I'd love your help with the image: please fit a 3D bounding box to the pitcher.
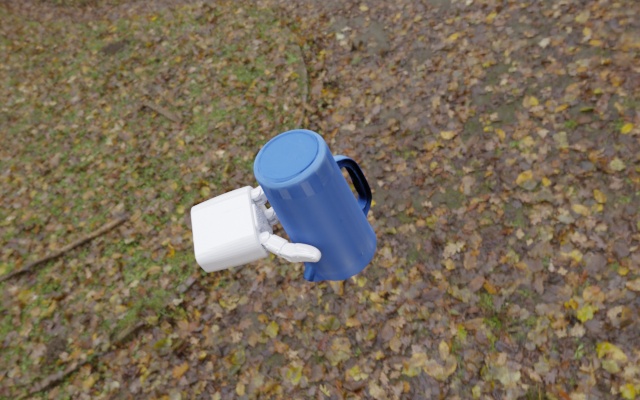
[{"bbox_3d":[0.000,0.003,0.738,0.145,0.149,0.243,-16,-42,11],"label":"pitcher"}]
